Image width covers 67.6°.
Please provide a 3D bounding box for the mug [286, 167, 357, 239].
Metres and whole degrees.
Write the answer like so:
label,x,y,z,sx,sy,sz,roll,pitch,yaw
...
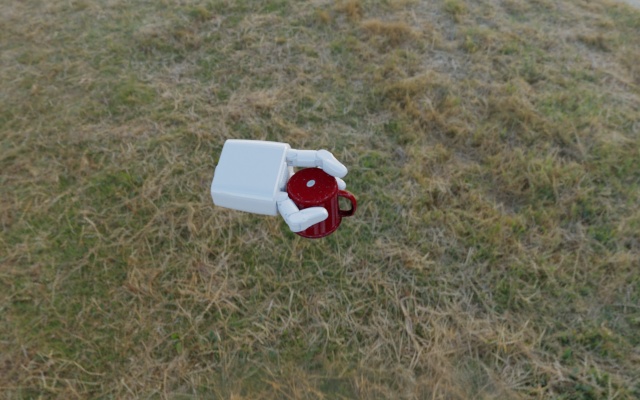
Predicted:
label,x,y,z,sx,sy,sz,roll,pitch,yaw
mug,0.002,0.003,0.770,0.117,0.093,0.082,7,-41,9
